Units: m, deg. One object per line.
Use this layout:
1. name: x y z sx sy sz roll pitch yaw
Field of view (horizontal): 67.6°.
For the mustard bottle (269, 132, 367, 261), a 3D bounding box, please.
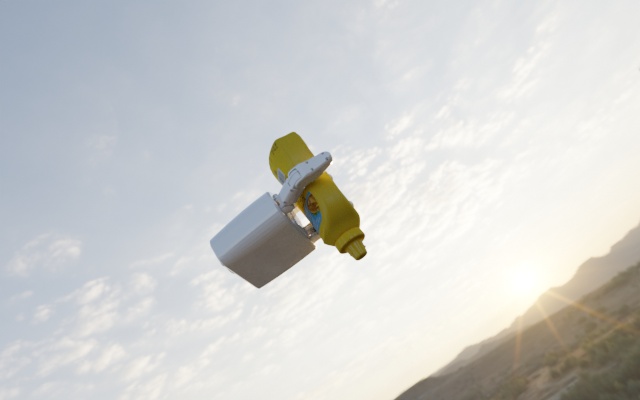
1. mustard bottle: 0.000 0.002 0.643 0.058 0.191 0.096 -27 -27 -19
